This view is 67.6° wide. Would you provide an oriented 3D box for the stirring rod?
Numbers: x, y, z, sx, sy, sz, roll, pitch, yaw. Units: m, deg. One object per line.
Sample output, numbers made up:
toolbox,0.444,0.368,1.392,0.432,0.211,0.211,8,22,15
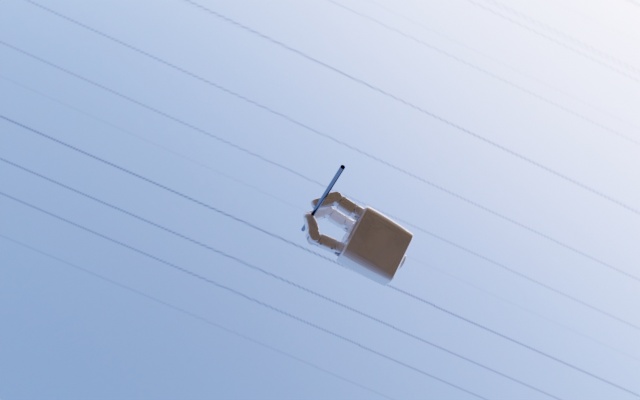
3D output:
stirring rod,0.000,0.003,0.841,0.011,0.011,0.240,0,-27,-19
